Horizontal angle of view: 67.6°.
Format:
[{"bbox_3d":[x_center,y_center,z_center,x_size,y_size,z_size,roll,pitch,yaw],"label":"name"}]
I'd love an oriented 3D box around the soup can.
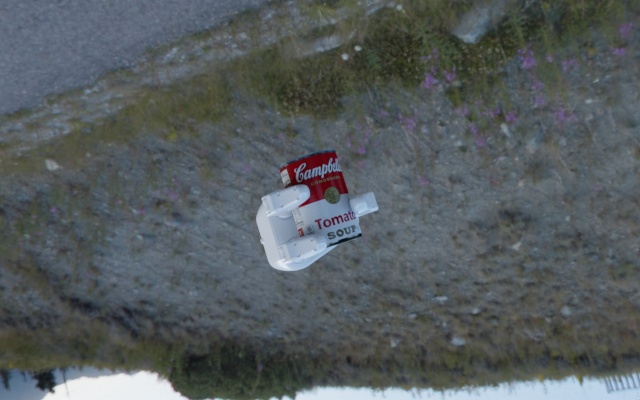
[{"bbox_3d":[0.000,0.002,0.533,0.068,0.102,0.068,-17,-5,-2],"label":"soup can"}]
